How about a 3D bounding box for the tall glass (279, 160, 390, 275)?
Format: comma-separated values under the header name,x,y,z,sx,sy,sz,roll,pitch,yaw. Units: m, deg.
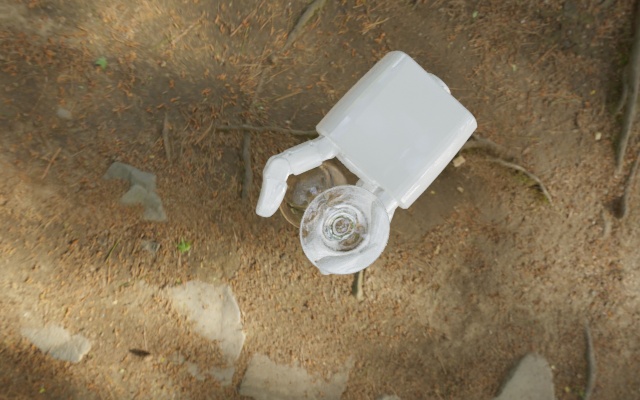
name,x,y,z,sx,sy,sz,roll,pitch,yaw
tall glass,0.000,0.002,0.472,0.079,0.079,0.201,0,13,-12
